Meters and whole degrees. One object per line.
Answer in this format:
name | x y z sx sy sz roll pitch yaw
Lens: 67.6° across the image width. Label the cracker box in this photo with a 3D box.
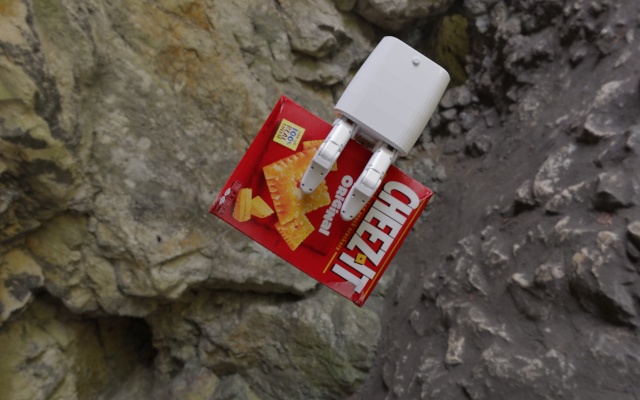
cracker box | 0.000 0.002 0.578 0.214 0.164 0.072 33 -2 -1
